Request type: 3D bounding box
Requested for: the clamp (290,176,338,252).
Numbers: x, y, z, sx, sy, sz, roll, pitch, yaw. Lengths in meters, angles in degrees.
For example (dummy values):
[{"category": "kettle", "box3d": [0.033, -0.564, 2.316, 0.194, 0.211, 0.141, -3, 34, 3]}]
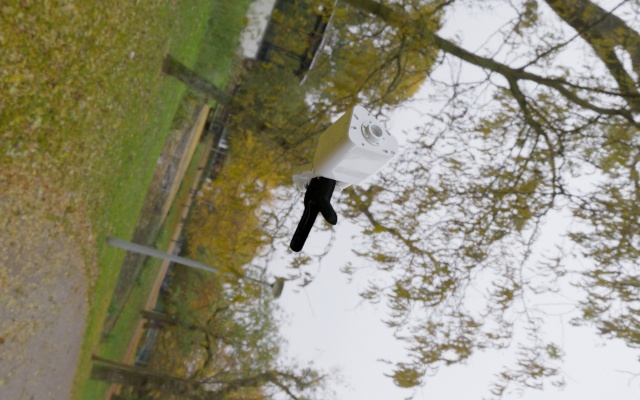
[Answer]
[{"category": "clamp", "box3d": [0.001, 0.003, 0.850, 0.039, 0.171, 0.120, 33, -39, -29]}]
